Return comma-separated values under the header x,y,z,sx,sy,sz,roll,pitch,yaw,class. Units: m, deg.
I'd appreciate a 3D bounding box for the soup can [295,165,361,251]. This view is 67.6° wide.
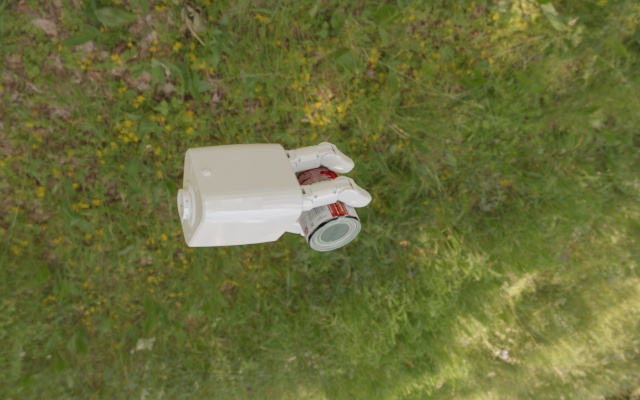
x,y,z,sx,sy,sz,roll,pitch,yaw,class
0.001,0.002,0.583,0.068,0.102,0.069,-17,-34,-12,soup can
